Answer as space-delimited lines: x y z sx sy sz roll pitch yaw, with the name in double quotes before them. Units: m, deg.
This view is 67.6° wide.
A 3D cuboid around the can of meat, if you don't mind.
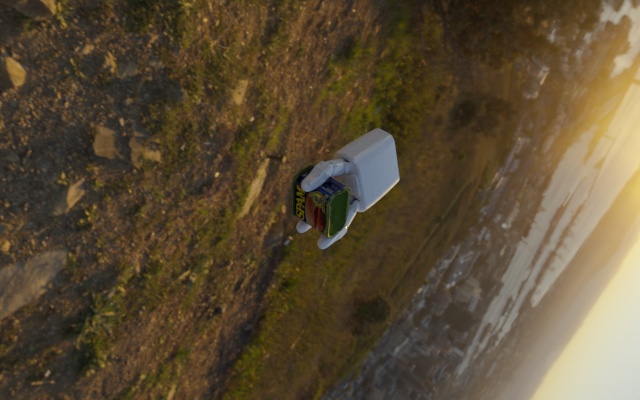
"can of meat" 0.000 0.003 0.795 0.084 0.102 0.057 33 49 29
